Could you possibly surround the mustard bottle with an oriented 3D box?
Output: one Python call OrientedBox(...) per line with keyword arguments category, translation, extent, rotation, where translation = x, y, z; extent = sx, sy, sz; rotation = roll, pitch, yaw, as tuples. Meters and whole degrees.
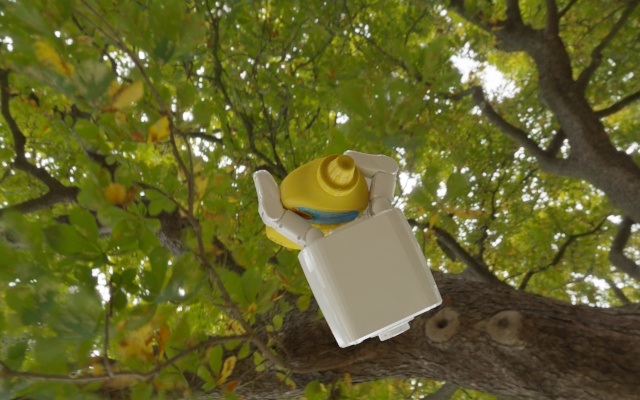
OrientedBox(category="mustard bottle", translation=(0.000, 0.001, 0.525), extent=(0.096, 0.058, 0.192), rotation=(6, -23, -13))
